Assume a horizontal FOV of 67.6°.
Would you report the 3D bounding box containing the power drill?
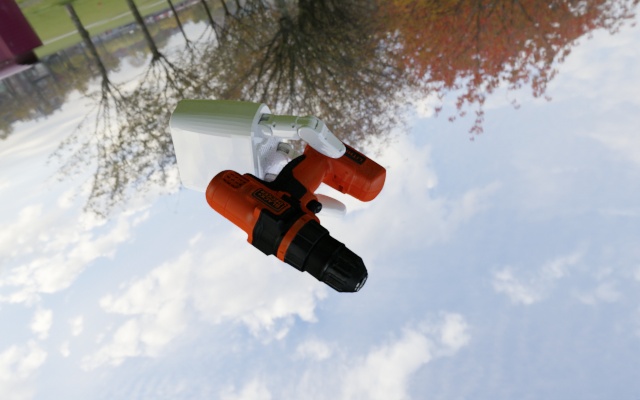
[{"bbox_3d":[0.000,0.001,0.516,0.184,0.057,0.187,34,37,14],"label":"power drill"}]
